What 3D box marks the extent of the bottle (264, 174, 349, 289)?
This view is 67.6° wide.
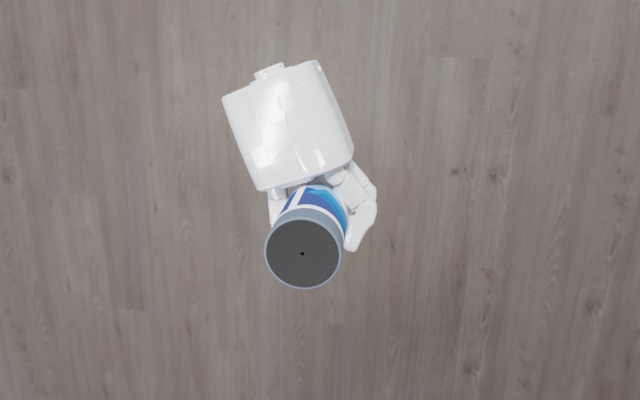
[{"bbox_3d":[0.000,0.002,0.539,0.069,0.069,0.295,0,17,6],"label":"bottle"}]
